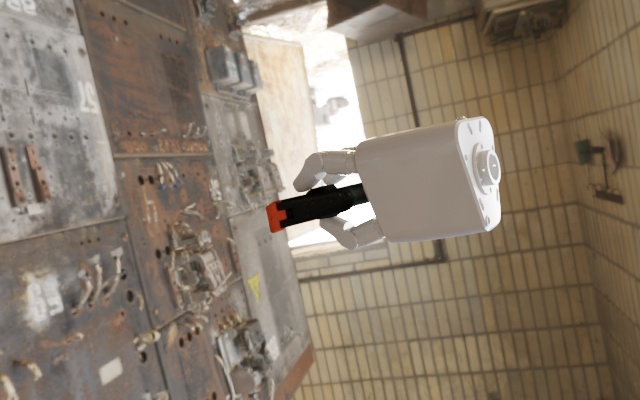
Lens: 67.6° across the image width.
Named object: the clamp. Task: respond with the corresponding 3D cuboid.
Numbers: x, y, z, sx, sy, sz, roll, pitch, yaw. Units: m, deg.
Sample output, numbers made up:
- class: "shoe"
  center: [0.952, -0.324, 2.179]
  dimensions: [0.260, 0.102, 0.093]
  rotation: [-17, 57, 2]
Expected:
- class: "clamp"
  center: [0.000, 0.003, 0.549]
  dimensions: [0.164, 0.036, 0.210]
  rotation: [-10, 4, 39]
